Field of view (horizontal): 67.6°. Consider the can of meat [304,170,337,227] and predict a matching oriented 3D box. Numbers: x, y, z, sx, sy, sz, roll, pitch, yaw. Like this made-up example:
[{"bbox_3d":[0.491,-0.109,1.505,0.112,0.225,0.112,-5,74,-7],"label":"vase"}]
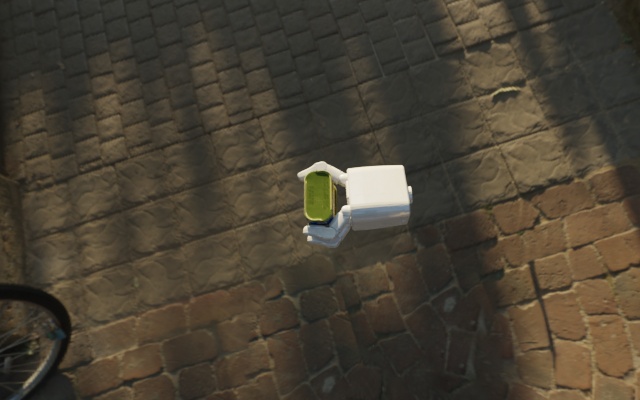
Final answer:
[{"bbox_3d":[0.000,0.003,0.886,0.057,0.102,0.084,-2,-17,5],"label":"can of meat"}]
